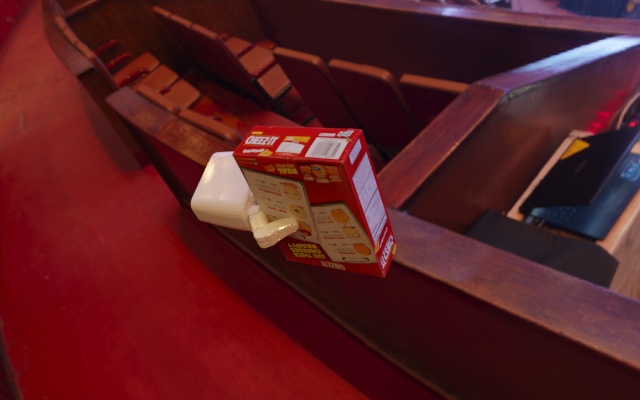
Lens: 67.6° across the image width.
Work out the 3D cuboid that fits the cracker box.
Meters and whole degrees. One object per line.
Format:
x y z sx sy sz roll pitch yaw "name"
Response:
0.000 0.002 0.646 0.164 0.072 0.214 6 -42 30 "cracker box"
